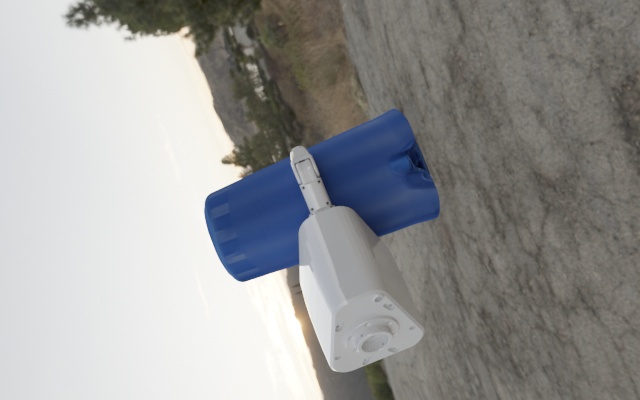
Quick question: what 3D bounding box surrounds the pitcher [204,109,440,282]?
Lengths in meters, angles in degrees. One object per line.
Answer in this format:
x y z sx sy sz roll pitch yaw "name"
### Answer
0.000 0.002 0.551 0.243 0.149 0.145 -21 43 -1 "pitcher"
